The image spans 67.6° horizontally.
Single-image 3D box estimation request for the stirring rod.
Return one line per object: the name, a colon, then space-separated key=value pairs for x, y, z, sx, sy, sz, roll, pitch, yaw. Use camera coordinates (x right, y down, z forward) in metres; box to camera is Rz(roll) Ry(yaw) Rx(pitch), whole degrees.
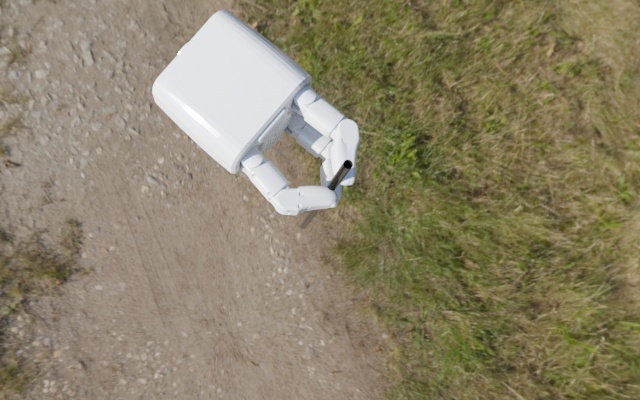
stirring rod: x=0.000 y=0.002 z=0.502 sx=0.011 sy=0.011 sz=0.239 roll=0 pitch=-15 yaw=-11
